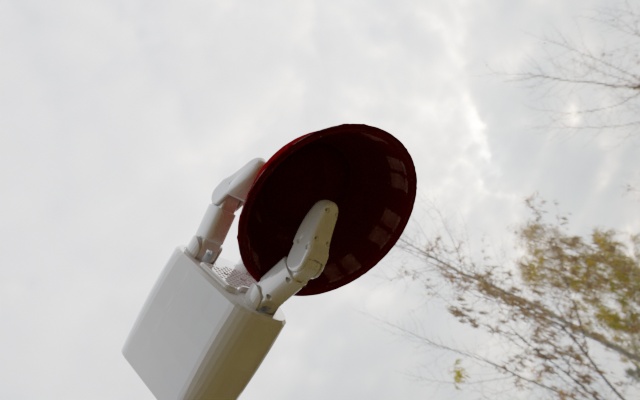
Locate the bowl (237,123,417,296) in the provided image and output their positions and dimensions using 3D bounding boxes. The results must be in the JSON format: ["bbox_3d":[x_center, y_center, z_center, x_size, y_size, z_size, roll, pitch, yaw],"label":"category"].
[{"bbox_3d":[0.001,0.000,0.404,0.162,0.162,0.055,0,30,-30],"label":"bowl"}]
